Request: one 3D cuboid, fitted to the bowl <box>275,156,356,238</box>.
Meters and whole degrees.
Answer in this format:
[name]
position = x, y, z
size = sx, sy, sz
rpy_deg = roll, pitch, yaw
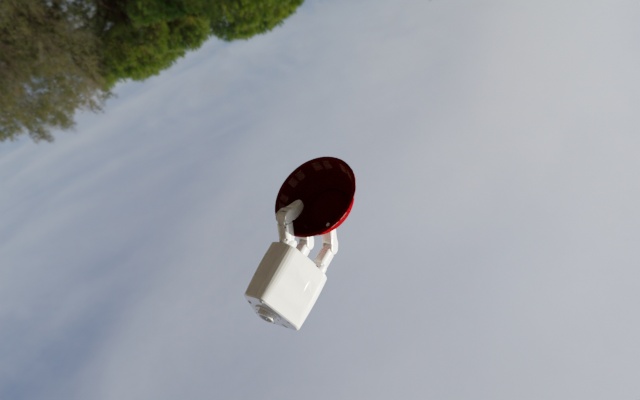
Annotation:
[bowl]
position = 0.001, 0.002, 0.853
size = 0.162, 0.162, 0.055
rpy_deg = 0, -28, 32
